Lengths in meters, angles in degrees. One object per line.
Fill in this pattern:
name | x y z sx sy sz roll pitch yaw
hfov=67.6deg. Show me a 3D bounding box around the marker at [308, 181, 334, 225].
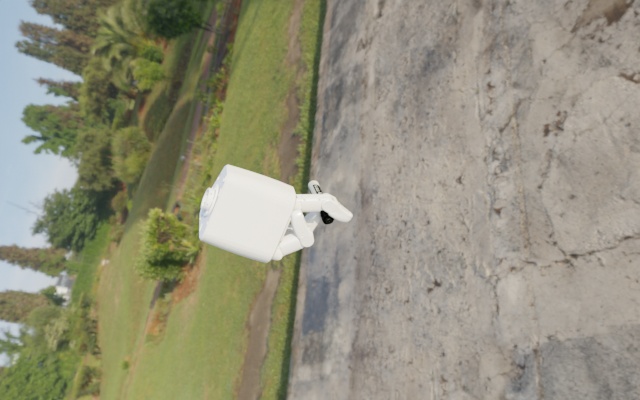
marker | 0.000 0.003 0.772 0.020 0.020 0.121 0 29 -14
